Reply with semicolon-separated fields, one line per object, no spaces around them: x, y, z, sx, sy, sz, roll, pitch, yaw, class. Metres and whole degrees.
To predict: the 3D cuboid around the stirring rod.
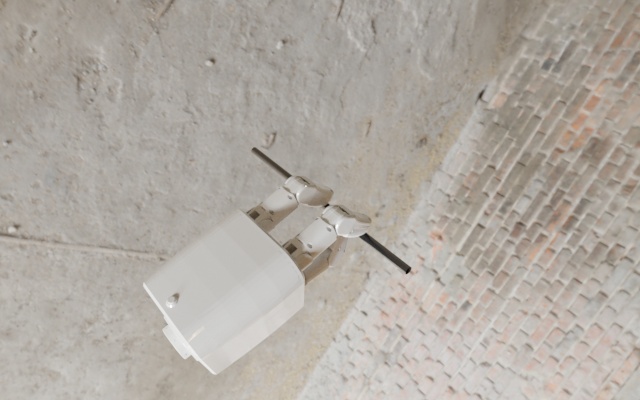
0.000;0.002;0.491;0.011;0.011;0.239;0;30;-49;stirring rod
